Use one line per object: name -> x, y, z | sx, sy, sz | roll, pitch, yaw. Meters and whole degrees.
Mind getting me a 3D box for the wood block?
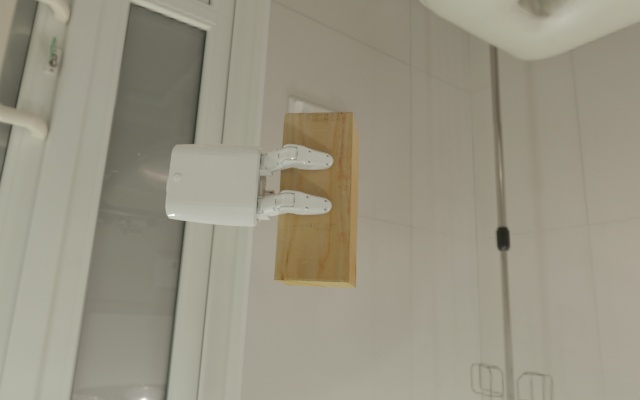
wood block -> 0.000, 0.002, 0.604 | 0.090, 0.206, 0.091 | 0, -14, 9
